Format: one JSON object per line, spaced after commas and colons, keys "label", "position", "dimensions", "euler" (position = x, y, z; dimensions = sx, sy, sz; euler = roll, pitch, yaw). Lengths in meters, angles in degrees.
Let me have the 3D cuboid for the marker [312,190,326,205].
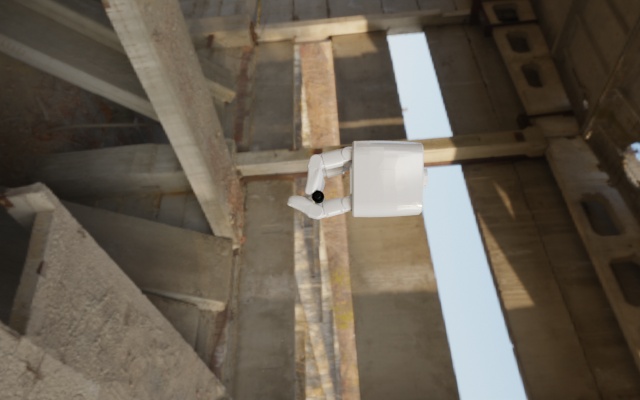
{"label": "marker", "position": [0.000, 0.002, 0.762], "dimensions": [0.020, 0.020, 0.121], "euler": [0, -9, 4]}
